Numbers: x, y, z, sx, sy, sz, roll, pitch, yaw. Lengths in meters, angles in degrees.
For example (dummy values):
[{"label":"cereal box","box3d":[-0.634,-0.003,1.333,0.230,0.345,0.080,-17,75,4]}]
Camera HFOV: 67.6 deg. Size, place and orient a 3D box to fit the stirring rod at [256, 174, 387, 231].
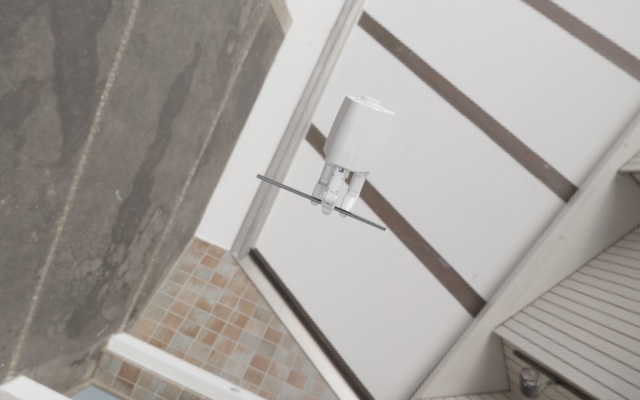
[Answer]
[{"label":"stirring rod","box3d":[0.000,0.003,0.819,0.239,0.011,0.011,23,3,6]}]
